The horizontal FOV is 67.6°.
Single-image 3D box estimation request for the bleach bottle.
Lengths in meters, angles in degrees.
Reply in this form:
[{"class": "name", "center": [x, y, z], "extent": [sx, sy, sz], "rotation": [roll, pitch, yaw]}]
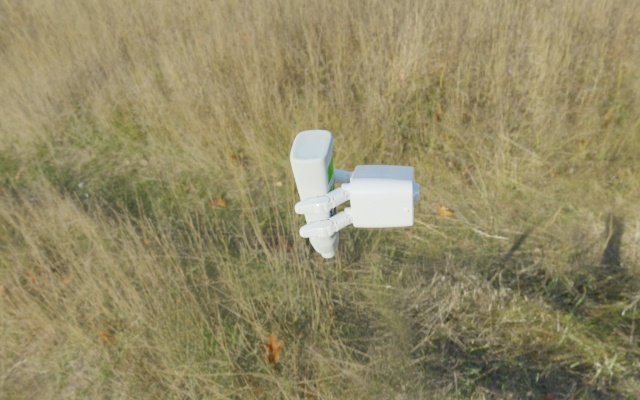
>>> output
[{"class": "bleach bottle", "center": [0.000, 0.003, 0.878], "extent": [0.068, 0.251, 0.102], "rotation": [0, 40, 12]}]
